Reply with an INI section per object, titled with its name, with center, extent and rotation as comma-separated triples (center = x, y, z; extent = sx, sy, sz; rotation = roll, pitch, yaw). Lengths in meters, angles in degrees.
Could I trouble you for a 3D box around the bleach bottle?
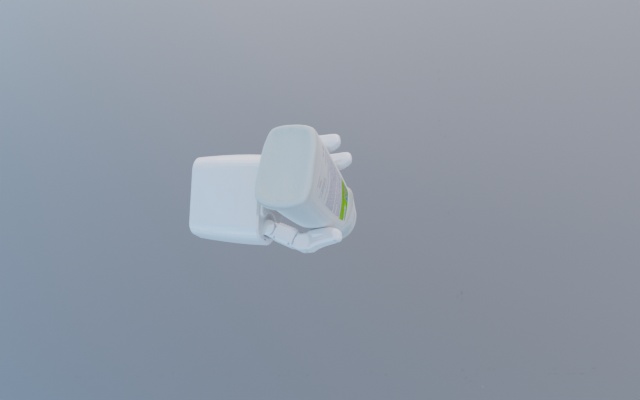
[bleach bottle]
center = 0.000, 0.002, 0.621
extent = 0.068, 0.102, 0.251
rotation = 2, -20, 19
